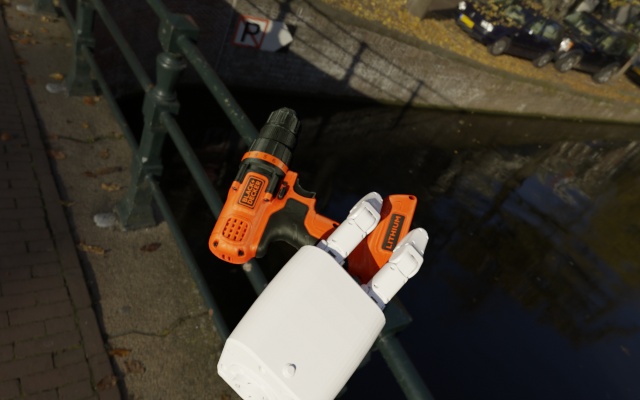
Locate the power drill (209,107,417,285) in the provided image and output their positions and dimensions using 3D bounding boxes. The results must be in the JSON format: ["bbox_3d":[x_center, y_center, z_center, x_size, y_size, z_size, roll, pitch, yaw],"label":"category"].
[{"bbox_3d":[0.000,0.002,0.501,0.187,0.184,0.057,20,-23,2],"label":"power drill"}]
